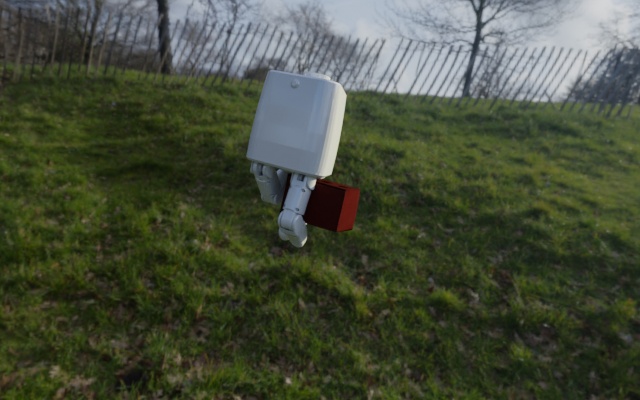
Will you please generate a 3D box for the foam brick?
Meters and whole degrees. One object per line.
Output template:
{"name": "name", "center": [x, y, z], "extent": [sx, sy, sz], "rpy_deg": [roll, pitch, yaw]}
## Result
{"name": "foam brick", "center": [0.000, 0.002, 0.566], "extent": [0.078, 0.051, 0.053], "rpy_deg": [16, 7, 22]}
